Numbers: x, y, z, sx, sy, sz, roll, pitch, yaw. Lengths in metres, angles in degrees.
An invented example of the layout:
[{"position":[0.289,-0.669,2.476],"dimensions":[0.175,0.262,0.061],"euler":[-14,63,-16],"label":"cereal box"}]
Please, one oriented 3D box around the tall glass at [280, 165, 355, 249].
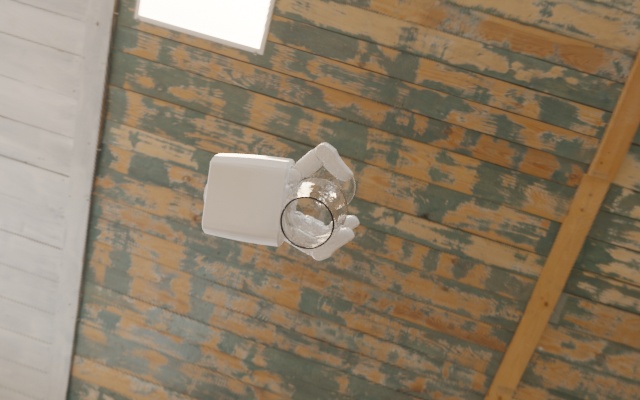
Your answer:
[{"position":[0.000,0.002,0.627],"dimensions":[0.079,0.079,0.201],"euler":[0,14,9],"label":"tall glass"}]
